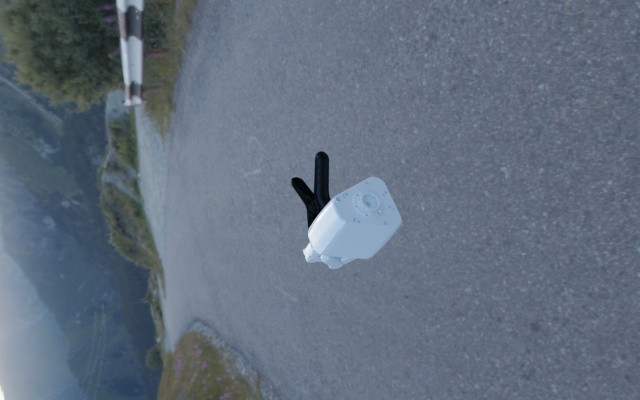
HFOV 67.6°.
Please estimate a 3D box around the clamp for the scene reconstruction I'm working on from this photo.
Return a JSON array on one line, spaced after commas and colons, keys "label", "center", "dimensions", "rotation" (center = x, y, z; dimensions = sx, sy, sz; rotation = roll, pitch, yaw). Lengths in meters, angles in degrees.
[{"label": "clamp", "center": [0.000, 0.003, 0.836], "dimensions": [0.039, 0.171, 0.120], "rotation": [-10, -26, -27]}]
